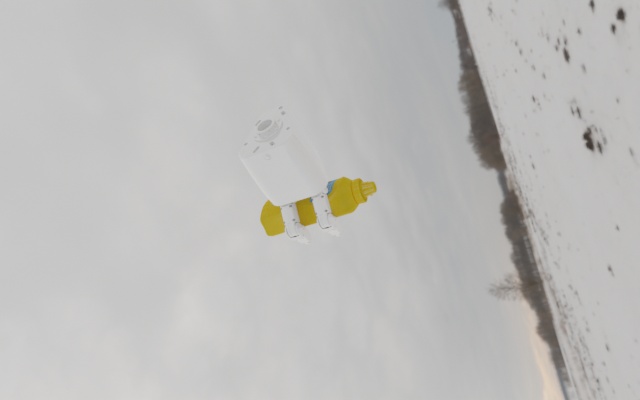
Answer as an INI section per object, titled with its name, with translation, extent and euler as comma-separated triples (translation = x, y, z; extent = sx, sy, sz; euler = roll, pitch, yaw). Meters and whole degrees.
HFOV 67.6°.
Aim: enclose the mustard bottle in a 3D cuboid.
[mustard bottle]
translation = 0.000, 0.003, 0.787
extent = 0.191, 0.058, 0.096
euler = -17, 17, 21
